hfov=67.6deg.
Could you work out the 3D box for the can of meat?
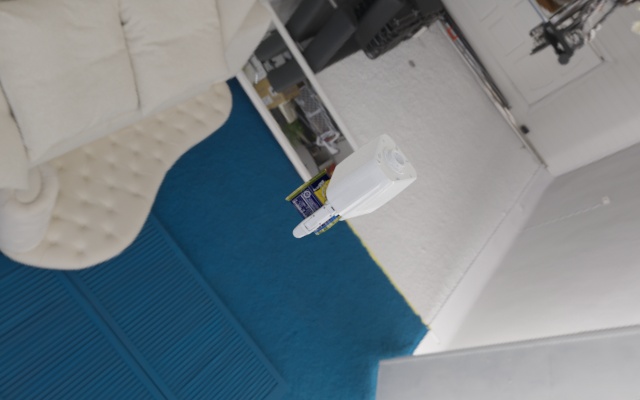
[{"bbox_3d":[0.000,0.003,0.831,0.057,0.084,0.102,-37,1,31],"label":"can of meat"}]
